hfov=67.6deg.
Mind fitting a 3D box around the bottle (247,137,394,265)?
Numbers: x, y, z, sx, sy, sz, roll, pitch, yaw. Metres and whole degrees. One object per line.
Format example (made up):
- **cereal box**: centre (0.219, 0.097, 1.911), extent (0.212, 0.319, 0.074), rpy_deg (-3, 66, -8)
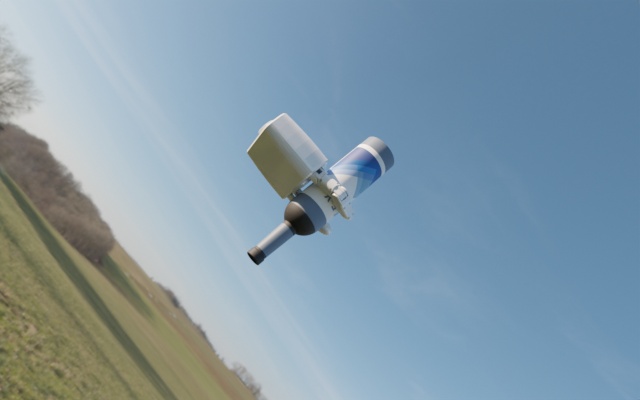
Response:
- **bottle**: centre (0.000, 0.003, 0.791), extent (0.295, 0.069, 0.069), rpy_deg (-40, 17, -21)
